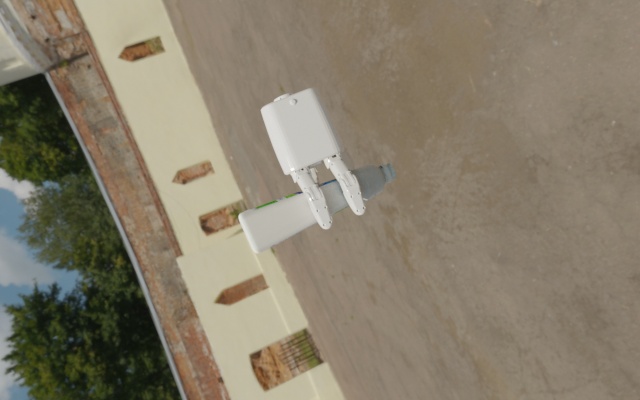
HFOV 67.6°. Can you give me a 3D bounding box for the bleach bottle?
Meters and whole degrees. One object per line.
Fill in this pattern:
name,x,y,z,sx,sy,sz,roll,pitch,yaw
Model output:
bleach bottle,0.000,0.003,0.751,0.251,0.068,0.102,-24,2,-12
